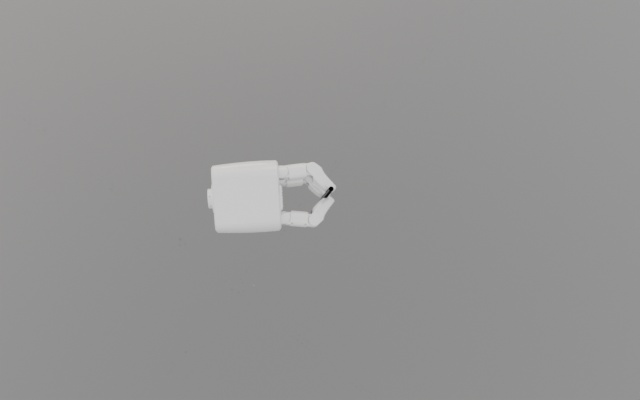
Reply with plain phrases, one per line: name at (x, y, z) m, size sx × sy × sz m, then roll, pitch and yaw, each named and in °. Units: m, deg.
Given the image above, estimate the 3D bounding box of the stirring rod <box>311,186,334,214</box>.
stirring rod at (0.000, 0.003, 0.855) m, size 0.011 × 0.011 × 0.239 m, roll 0°, pitch -10°, yaw -8°
